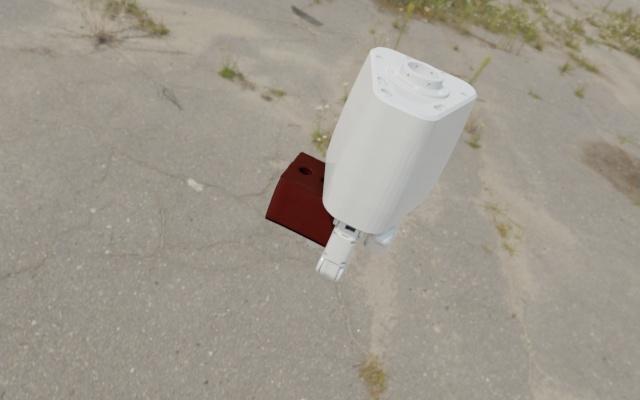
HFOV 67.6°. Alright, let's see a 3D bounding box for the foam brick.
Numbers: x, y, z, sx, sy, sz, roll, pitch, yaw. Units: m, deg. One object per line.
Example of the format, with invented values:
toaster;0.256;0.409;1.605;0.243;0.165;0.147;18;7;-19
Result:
foam brick;0.000;0.001;0.430;0.078;0.051;0.053;25;37;6
